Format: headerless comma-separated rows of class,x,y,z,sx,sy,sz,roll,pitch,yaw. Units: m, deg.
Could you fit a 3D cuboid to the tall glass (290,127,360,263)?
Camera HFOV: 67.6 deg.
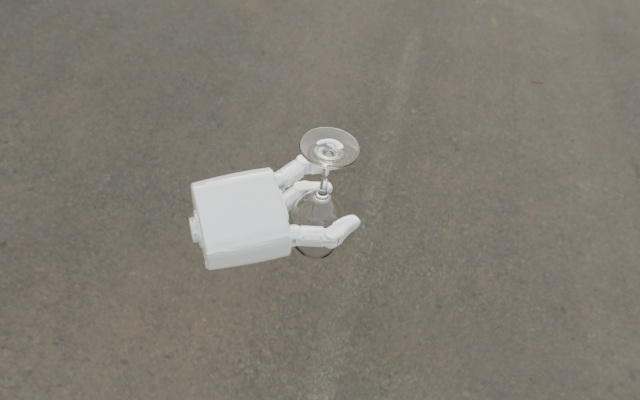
tall glass,0.000,0.002,0.645,0.079,0.079,0.201,0,-42,-8
